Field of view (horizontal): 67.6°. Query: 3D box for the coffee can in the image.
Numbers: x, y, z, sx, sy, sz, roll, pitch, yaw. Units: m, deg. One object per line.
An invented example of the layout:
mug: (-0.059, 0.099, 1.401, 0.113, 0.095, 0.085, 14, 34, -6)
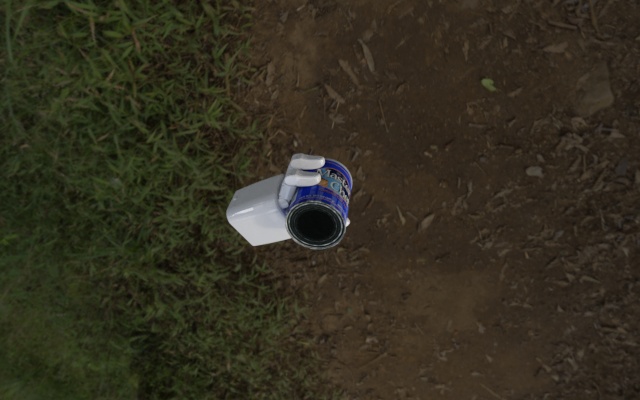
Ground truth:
coffee can: (0.000, 0.003, 0.848, 0.103, 0.103, 0.140, 0, 35, 9)
